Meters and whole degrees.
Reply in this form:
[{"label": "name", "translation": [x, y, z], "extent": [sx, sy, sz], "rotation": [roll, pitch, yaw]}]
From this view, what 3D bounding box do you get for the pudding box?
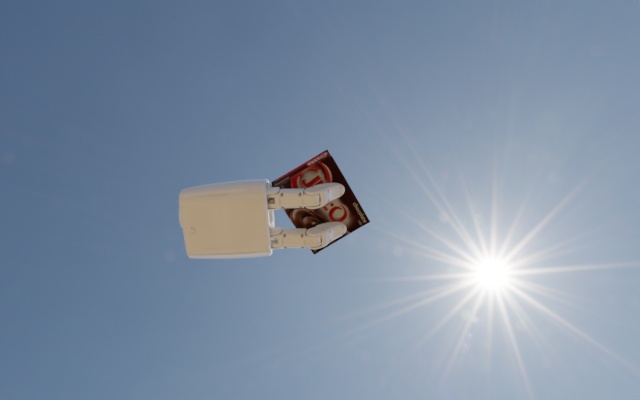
[{"label": "pudding box", "translation": [0.000, 0.002, 0.640], "extent": [0.090, 0.113, 0.039], "rotation": [-31, 22, 5]}]
